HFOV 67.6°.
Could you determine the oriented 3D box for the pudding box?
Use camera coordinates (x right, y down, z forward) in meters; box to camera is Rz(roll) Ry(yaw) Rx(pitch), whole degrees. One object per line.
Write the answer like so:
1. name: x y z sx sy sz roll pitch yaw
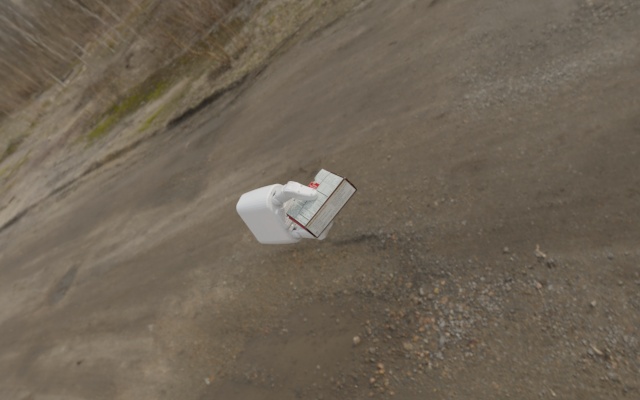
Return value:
1. pudding box: 0.000 0.003 0.839 0.039 0.113 0.090 40 -5 -30
